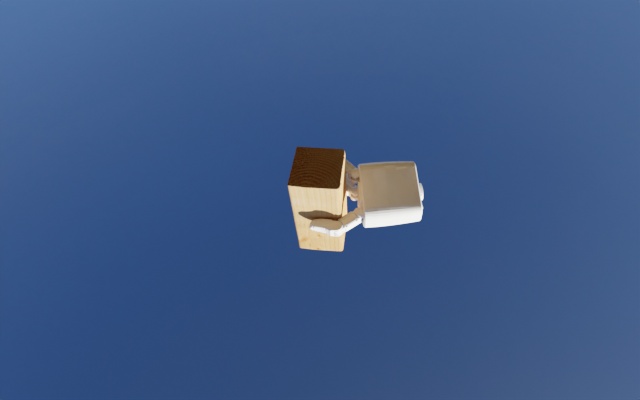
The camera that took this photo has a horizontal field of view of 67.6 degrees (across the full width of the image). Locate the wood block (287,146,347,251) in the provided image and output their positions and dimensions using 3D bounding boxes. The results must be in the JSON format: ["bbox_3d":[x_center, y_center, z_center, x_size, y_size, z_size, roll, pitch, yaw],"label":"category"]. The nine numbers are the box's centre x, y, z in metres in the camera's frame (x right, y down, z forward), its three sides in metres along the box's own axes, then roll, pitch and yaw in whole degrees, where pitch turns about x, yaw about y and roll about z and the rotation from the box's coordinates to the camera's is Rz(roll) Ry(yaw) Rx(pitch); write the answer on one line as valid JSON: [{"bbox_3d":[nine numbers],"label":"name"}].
[{"bbox_3d":[0.001,0.003,0.895,0.090,0.090,0.206,4,-36,8],"label":"wood block"}]
